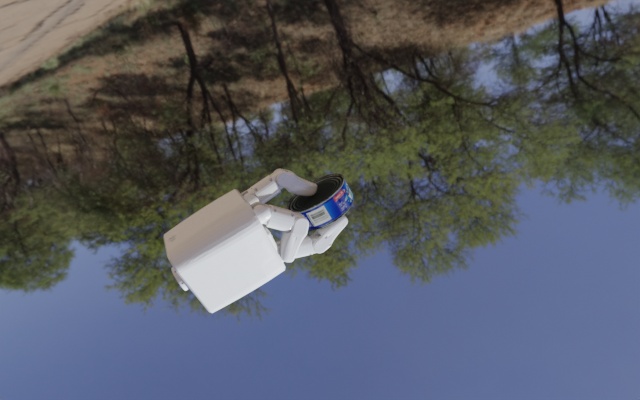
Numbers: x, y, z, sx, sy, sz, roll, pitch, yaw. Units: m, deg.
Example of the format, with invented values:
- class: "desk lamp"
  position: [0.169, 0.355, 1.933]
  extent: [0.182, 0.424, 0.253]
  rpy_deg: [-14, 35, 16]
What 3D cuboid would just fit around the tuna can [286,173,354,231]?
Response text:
- class: "tuna can"
  position: [0.000, 0.002, 0.630]
  extent: [0.086, 0.034, 0.086]
  rpy_deg: [-26, 22, 11]
